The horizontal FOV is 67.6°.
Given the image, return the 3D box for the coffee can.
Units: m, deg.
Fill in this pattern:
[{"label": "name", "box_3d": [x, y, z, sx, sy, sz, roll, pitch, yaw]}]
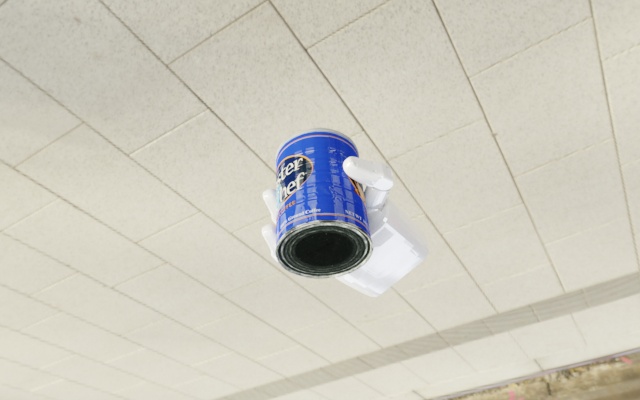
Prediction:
[{"label": "coffee can", "box_3d": [0.000, 0.002, 0.541, 0.103, 0.140, 0.103, -2, -41, -2]}]
